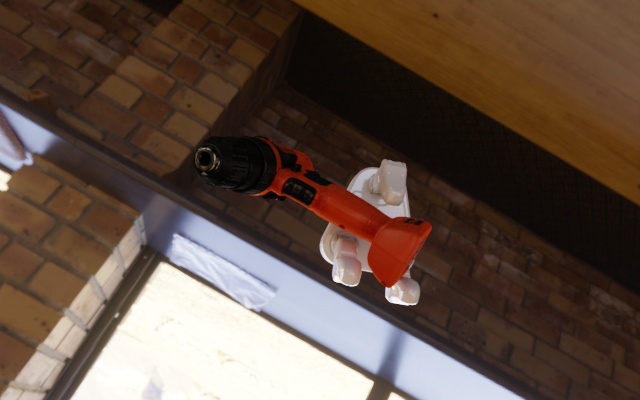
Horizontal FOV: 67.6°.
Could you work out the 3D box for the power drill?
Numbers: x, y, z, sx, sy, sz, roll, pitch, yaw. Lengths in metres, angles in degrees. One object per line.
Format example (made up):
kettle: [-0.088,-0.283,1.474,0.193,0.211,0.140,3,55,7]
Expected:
power drill: [0.001,0.002,0.423,0.187,0.057,0.184,32,12,16]
